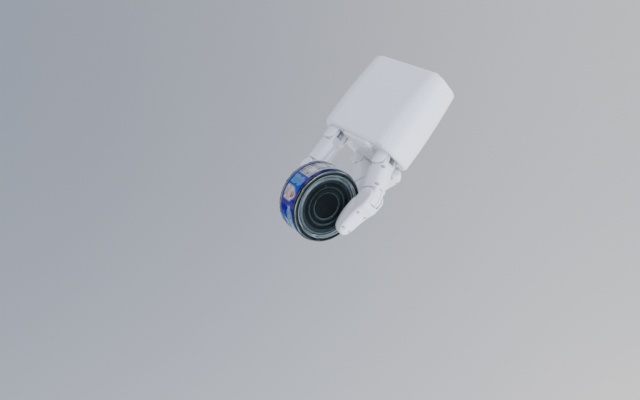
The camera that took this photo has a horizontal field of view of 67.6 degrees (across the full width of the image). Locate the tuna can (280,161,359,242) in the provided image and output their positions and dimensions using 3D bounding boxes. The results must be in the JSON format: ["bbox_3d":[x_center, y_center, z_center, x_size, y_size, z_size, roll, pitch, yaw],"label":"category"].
[{"bbox_3d":[0.000,0.002,0.529,0.086,0.086,0.033,0,21,-33],"label":"tuna can"}]
